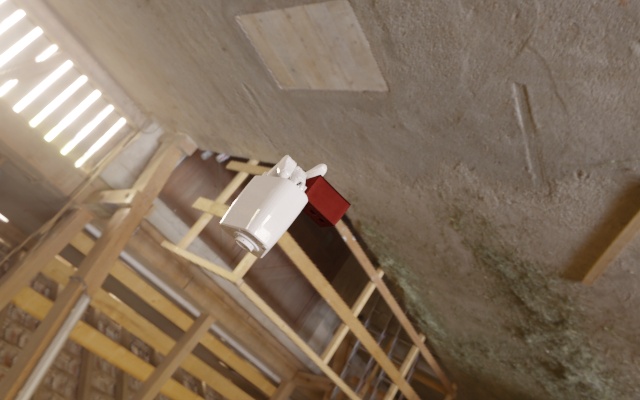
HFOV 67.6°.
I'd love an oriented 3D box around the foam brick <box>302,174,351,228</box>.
[{"bbox_3d":[0.000,0.003,0.814,0.078,0.051,0.053,43,-24,-17],"label":"foam brick"}]
